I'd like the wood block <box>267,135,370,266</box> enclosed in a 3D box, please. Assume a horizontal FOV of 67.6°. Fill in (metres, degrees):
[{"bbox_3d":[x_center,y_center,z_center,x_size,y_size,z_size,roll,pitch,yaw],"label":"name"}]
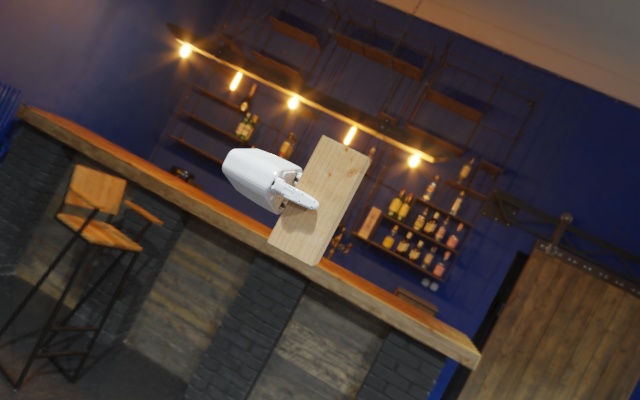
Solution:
[{"bbox_3d":[0.000,0.002,0.841,0.090,0.206,0.091,27,0,9],"label":"wood block"}]
